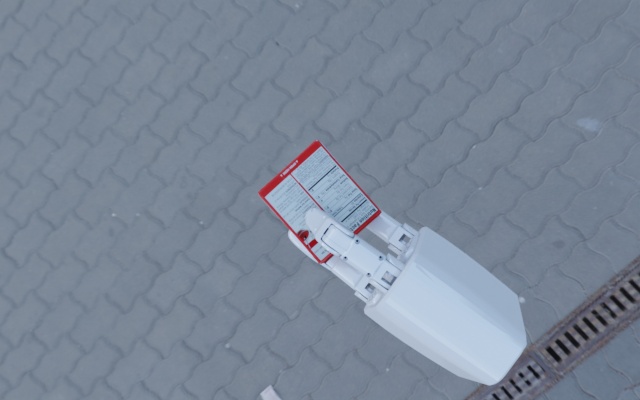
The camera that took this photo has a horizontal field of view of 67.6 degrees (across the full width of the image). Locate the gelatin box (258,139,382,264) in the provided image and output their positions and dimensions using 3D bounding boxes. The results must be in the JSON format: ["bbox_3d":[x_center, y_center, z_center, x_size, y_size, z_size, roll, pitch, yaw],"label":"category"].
[{"bbox_3d":[0.000,0.001,0.434,0.073,0.089,0.030,-42,-2,5],"label":"gelatin box"}]
